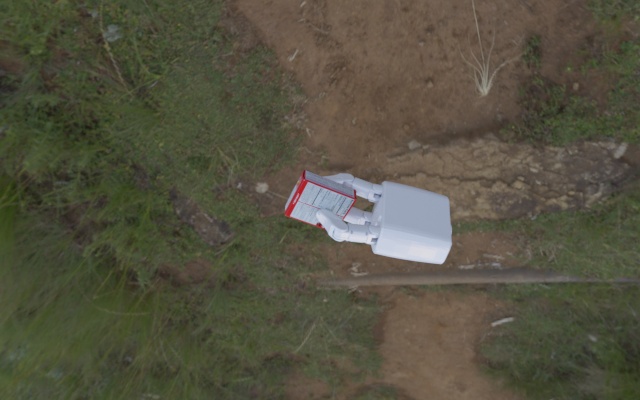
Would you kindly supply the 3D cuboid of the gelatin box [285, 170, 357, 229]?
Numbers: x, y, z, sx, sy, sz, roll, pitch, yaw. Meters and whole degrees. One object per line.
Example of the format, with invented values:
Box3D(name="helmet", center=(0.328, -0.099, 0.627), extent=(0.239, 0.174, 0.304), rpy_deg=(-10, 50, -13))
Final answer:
Box3D(name="gelatin box", center=(0.000, 0.003, 0.722), extent=(0.089, 0.073, 0.030), rpy_deg=(20, 34, -15))
